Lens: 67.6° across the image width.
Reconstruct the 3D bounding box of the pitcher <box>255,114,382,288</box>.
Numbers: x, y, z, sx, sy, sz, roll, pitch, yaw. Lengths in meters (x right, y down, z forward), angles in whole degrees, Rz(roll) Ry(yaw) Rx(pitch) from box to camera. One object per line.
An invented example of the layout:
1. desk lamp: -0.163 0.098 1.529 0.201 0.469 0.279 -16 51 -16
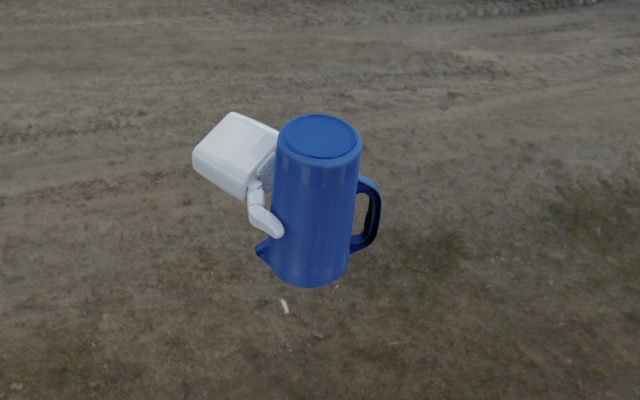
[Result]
1. pitcher: 0.000 0.002 0.682 0.145 0.243 0.149 30 49 21
